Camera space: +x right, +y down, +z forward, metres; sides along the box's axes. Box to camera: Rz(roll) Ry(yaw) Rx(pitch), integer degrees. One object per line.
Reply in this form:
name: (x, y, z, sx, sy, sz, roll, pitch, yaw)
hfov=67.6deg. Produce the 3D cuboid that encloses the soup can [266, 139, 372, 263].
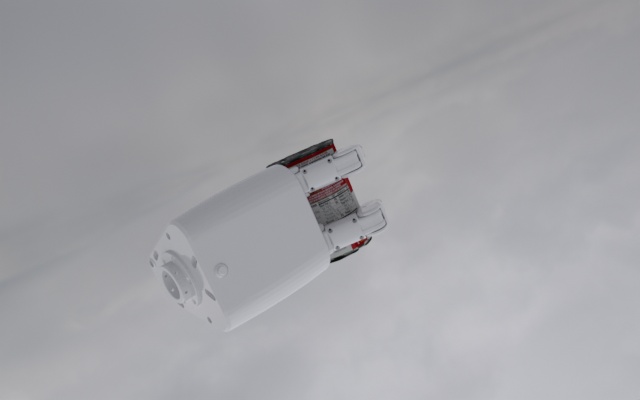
soup can: (0.000, 0.002, 0.452, 0.068, 0.102, 0.068, -23, 9, 4)
